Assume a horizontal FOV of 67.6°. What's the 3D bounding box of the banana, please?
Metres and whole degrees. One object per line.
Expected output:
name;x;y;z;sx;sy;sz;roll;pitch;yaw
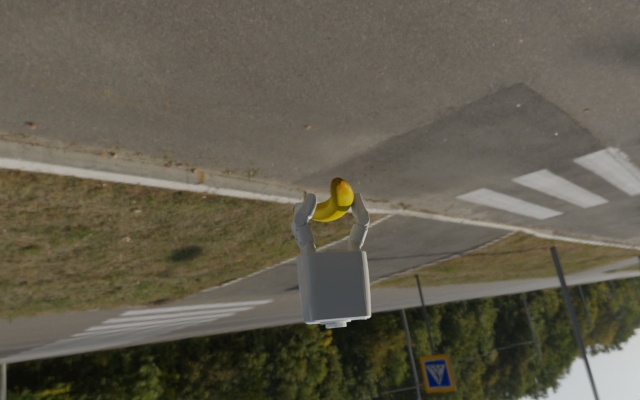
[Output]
banana;0.016;0.006;0.805;0.069;0.037;0.198;7;-18;-21
